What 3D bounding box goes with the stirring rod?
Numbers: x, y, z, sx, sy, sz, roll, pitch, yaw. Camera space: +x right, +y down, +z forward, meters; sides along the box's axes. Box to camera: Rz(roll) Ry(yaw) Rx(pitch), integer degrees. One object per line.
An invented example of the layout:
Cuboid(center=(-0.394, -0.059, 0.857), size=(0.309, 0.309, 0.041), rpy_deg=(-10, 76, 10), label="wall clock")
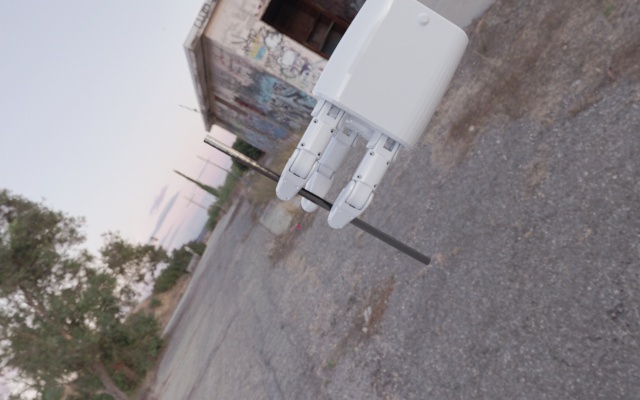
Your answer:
Cuboid(center=(0.000, 0.001, 0.447), size=(0.239, 0.011, 0.011), rpy_deg=(29, -4, -7), label="stirring rod")
